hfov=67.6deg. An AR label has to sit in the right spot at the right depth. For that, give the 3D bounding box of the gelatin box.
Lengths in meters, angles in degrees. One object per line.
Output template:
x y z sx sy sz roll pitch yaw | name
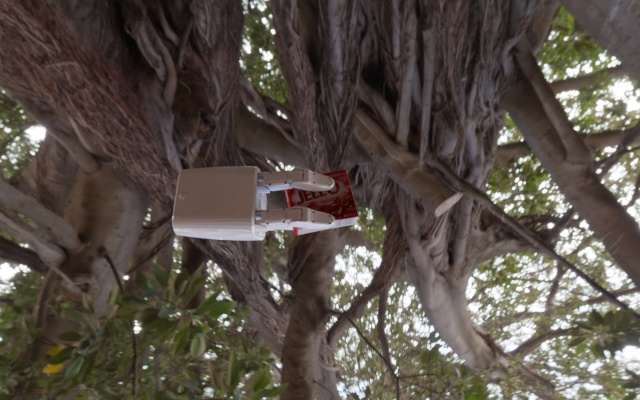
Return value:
0.000 0.002 0.652 0.089 0.073 0.030 -10 -24 -8 | gelatin box
